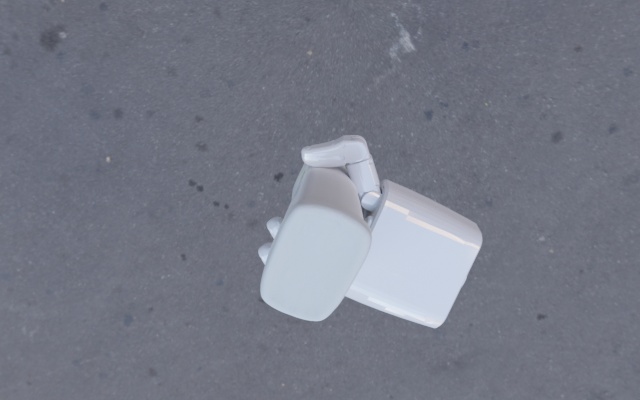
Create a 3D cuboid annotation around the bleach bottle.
[{"bbox_3d":[0.000,0.002,0.466,0.068,0.103,0.250,23,23,-7],"label":"bleach bottle"}]
